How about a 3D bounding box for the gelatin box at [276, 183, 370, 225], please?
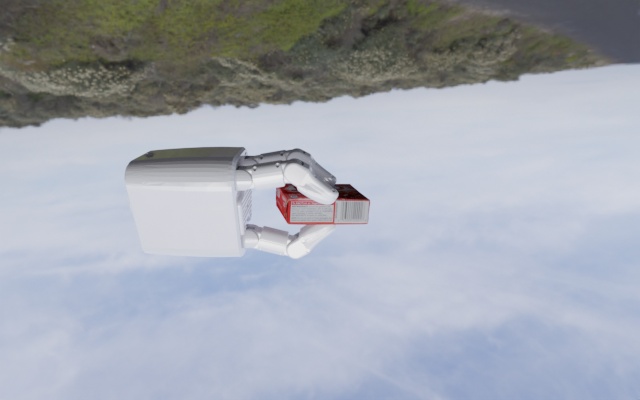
[{"bbox_3d":[0.000,0.002,0.515,0.089,0.030,0.073,1,15,-14],"label":"gelatin box"}]
